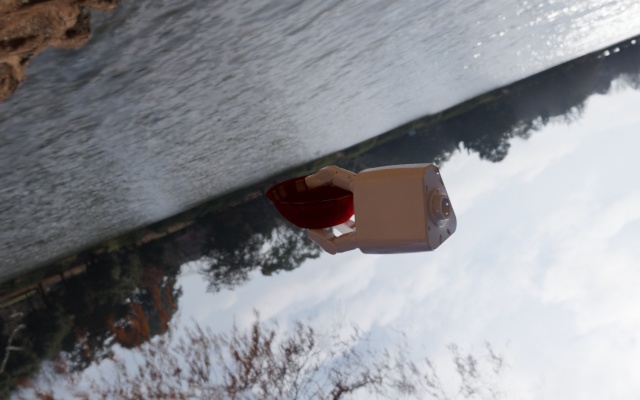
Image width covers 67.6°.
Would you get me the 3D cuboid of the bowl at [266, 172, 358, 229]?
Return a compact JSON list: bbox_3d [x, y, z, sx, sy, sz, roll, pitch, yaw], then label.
[{"bbox_3d":[-0.001,0.003,0.733,0.162,0.055,0.162,-7,17,2],"label":"bowl"}]
